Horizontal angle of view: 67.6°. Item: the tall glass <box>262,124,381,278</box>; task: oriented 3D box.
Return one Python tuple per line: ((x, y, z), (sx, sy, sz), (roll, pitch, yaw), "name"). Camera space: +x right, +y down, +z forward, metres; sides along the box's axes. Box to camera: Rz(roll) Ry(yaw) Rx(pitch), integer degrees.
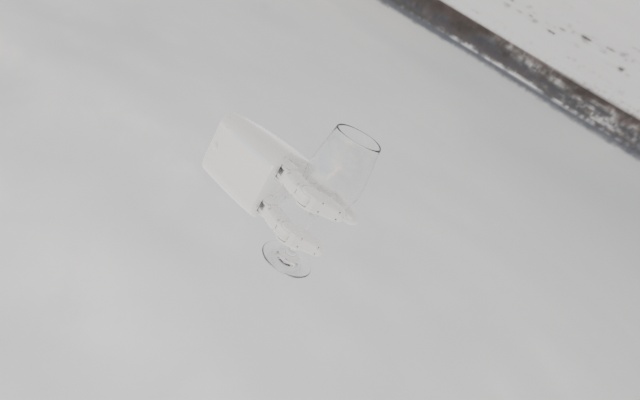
((0.000, 0.003, 0.615), (0.079, 0.201, 0.079), (26, 24, -12), "tall glass")
